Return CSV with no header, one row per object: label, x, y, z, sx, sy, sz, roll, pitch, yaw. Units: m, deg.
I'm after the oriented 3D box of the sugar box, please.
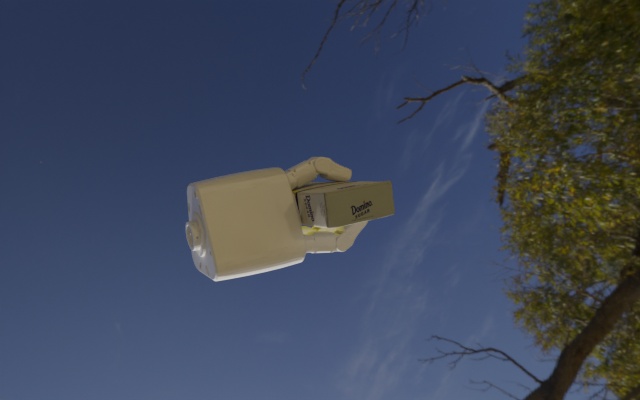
sugar box,0.000,0.002,0.590,0.093,0.048,0.176,-11,9,-29
